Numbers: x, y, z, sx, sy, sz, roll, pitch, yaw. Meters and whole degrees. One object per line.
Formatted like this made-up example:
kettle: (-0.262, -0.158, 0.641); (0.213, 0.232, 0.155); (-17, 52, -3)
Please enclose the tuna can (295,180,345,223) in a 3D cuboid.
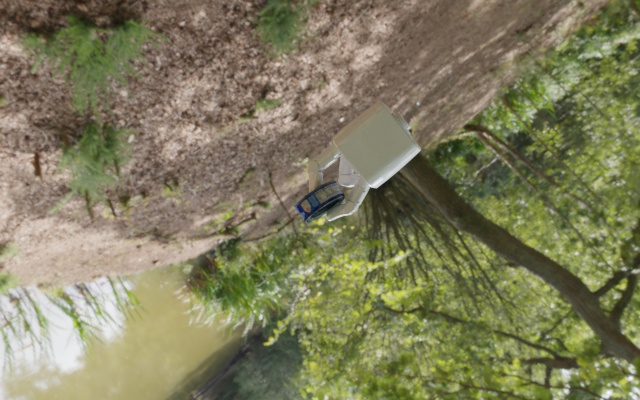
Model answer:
tuna can: (0.000, 0.003, 0.840); (0.086, 0.033, 0.086); (-32, -10, -7)
